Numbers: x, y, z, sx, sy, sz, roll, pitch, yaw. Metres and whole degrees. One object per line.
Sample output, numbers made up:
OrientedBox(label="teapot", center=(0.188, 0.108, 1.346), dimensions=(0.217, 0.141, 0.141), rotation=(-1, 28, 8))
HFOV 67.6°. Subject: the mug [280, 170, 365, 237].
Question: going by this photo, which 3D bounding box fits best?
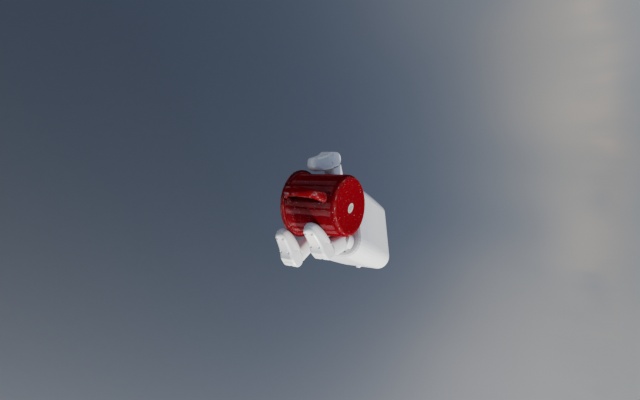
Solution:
OrientedBox(label="mug", center=(0.000, 0.002, 0.628), dimensions=(0.081, 0.093, 0.117), rotation=(3, -16, 35))
